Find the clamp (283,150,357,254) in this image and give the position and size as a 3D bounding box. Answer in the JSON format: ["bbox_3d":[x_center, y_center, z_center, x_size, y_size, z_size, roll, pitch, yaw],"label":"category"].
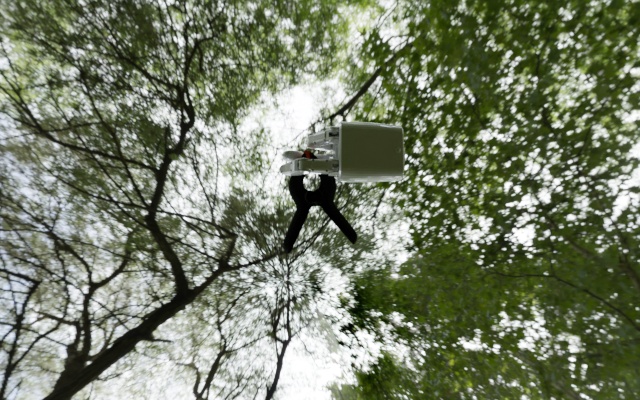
[{"bbox_3d":[0.000,0.003,0.791,0.120,0.171,0.039,1,-9,-4],"label":"clamp"}]
